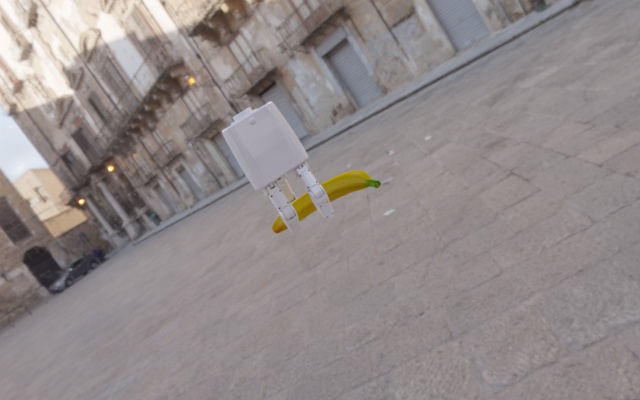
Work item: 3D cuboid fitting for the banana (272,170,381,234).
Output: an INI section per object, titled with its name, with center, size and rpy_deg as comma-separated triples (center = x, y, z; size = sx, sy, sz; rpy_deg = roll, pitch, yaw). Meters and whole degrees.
[banana]
center = 0.004, -0.005, 0.803
size = 0.198, 0.037, 0.069
rpy_deg = -27, 16, 13
